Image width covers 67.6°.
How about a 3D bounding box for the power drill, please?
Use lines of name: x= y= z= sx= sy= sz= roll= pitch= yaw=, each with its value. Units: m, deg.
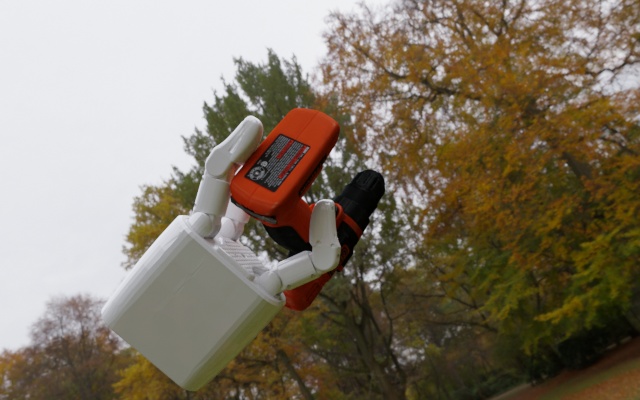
power drill: x=0.000 y=0.001 z=0.467 sx=0.057 sy=0.184 sz=0.188 roll=23 pitch=-24 yaw=29
